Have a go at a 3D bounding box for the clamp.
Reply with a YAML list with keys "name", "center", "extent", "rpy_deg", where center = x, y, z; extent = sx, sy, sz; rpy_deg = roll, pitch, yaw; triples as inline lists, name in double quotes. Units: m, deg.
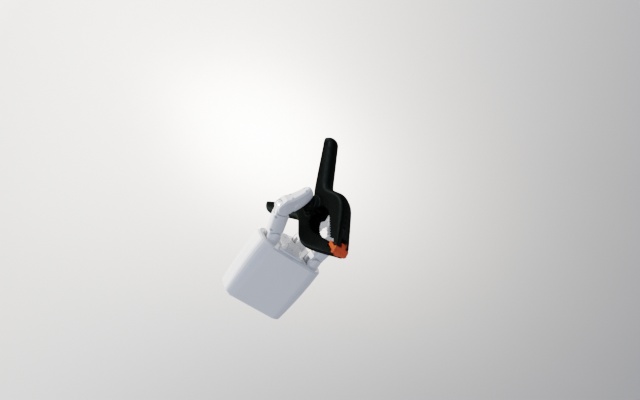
- name: "clamp"
  center: [0.000, 0.002, 0.718]
  extent: [0.036, 0.164, 0.210]
  rpy_deg: [30, 14, -37]
